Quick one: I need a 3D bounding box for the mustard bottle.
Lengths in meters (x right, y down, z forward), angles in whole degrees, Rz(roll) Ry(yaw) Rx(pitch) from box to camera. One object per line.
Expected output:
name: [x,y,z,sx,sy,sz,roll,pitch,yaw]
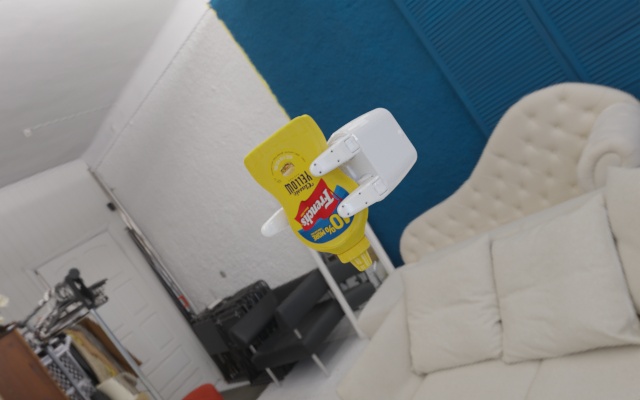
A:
mustard bottle: [0.000,0.002,0.566,0.096,0.191,0.058,-34,5,19]
